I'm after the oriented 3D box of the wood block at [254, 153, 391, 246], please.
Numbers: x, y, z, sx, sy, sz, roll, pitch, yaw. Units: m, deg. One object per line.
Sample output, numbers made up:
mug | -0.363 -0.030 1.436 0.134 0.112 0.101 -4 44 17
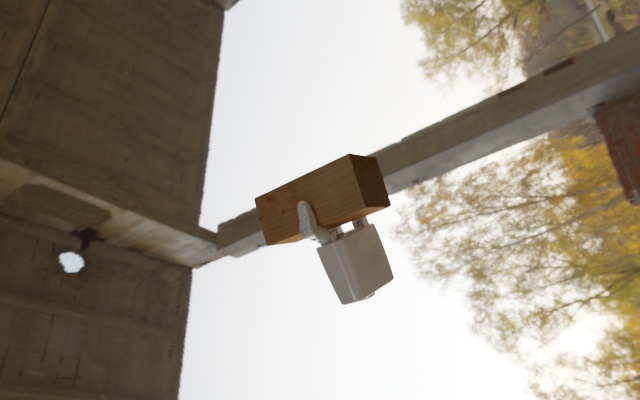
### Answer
wood block | 0.000 0.003 0.805 0.206 0.090 0.091 -23 -13 32
